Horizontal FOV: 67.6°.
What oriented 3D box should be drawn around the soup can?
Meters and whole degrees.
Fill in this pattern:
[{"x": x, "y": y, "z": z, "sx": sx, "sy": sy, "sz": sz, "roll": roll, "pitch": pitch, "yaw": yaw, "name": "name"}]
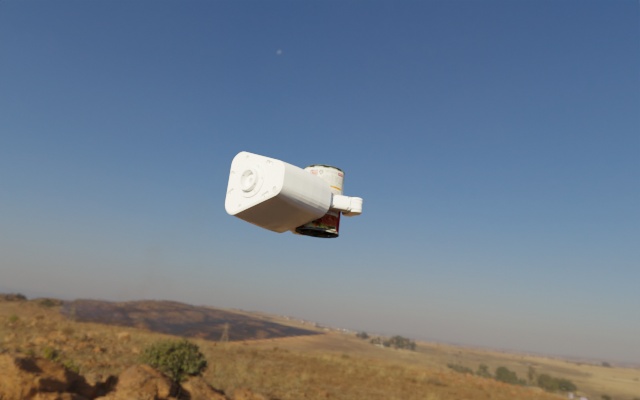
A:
[{"x": 0.001, "y": 0.002, "z": 0.746, "sx": 0.068, "sy": 0.102, "sz": 0.068, "roll": 6, "pitch": -14, "yaw": 2, "name": "soup can"}]
